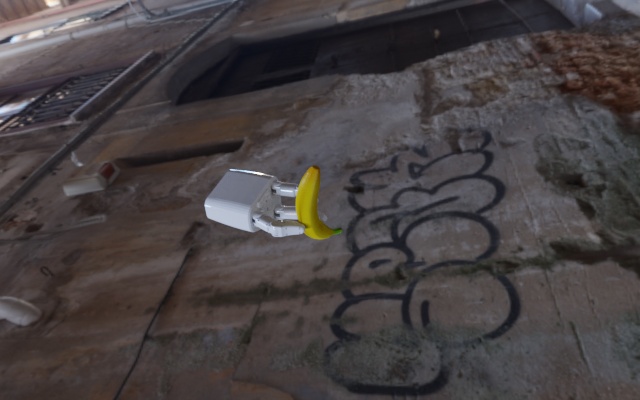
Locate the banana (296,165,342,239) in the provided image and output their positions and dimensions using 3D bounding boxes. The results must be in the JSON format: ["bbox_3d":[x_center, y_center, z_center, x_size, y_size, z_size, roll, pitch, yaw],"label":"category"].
[{"bbox_3d":[-0.012,0.017,0.846,0.037,0.069,0.198,36,-20,33],"label":"banana"}]
